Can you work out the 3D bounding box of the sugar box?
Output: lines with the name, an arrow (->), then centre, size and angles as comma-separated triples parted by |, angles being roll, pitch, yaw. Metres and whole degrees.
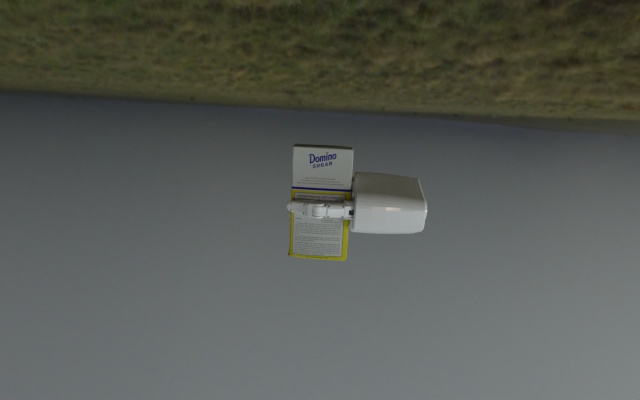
sugar box -> 0.000, 0.002, 0.744 | 0.093, 0.176, 0.048 | 4, 11, 1
